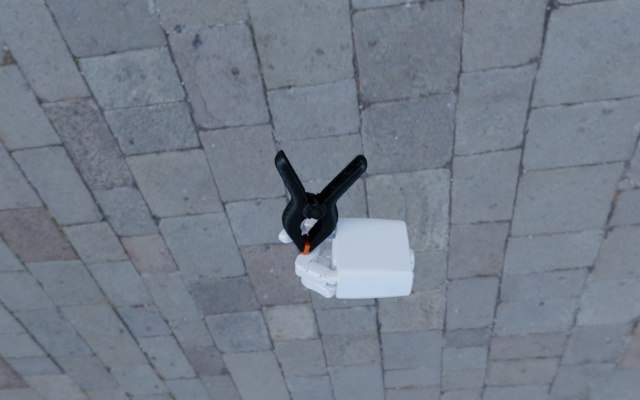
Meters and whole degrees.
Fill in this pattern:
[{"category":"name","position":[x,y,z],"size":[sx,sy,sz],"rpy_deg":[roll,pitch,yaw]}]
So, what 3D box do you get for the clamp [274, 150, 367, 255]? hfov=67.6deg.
[{"category":"clamp","position":[0.000,0.003,0.650],"size":[0.120,0.172,0.039],"rpy_deg":[-1,41,-4]}]
